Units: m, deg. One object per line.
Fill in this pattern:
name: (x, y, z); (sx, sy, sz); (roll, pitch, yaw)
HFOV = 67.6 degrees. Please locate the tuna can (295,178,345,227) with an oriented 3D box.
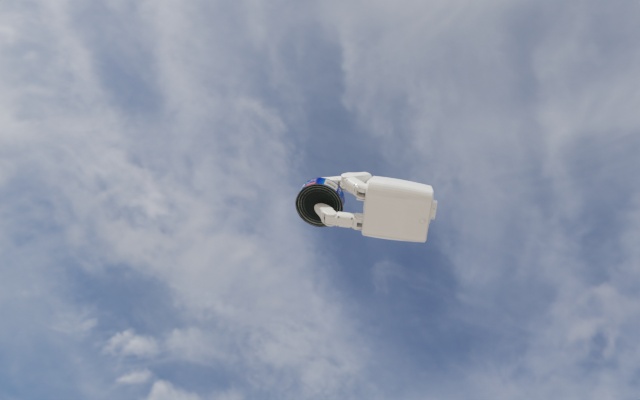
tuna can: (0.000, 0.003, 0.857); (0.086, 0.086, 0.033); (0, 27, 11)
